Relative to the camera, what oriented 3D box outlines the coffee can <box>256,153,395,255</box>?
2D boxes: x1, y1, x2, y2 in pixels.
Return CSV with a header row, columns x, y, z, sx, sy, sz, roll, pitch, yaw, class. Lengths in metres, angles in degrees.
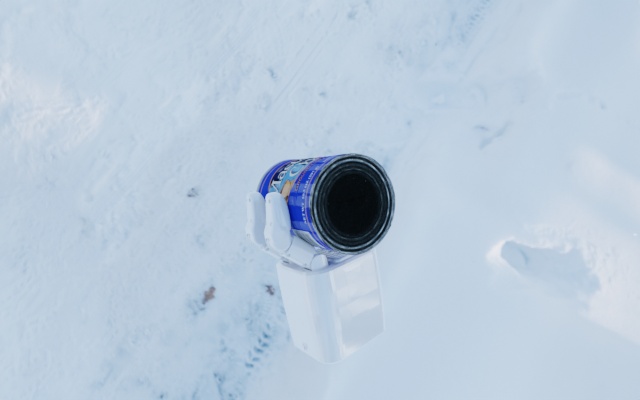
x,y,z,sx,sy,sz,roll,pitch,yaw,class
0.000,0.002,0.536,0.103,0.103,0.140,0,2,-30,coffee can
